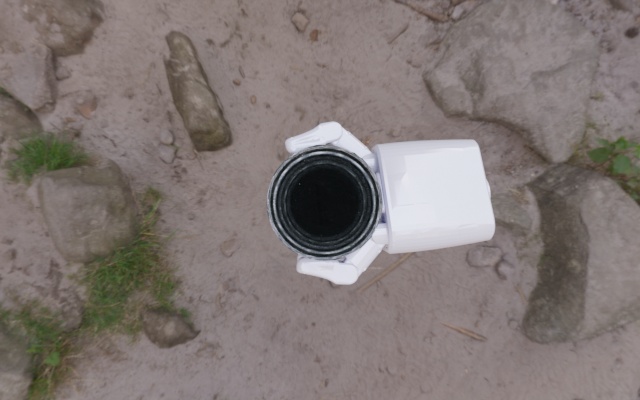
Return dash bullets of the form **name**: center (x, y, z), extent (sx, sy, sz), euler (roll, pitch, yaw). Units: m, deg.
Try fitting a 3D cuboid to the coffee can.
- **coffee can**: center (0.000, 0.002, 0.487), extent (0.103, 0.103, 0.140), euler (0, 1, -3)
